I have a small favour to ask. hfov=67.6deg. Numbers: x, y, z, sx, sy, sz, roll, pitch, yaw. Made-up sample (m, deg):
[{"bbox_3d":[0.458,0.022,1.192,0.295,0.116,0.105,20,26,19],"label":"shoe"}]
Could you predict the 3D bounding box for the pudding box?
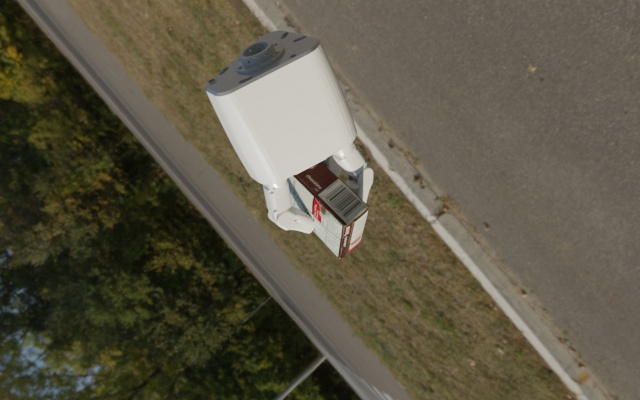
[{"bbox_3d":[0.000,0.002,0.541,0.039,0.113,0.090,-36,-22,-19],"label":"pudding box"}]
